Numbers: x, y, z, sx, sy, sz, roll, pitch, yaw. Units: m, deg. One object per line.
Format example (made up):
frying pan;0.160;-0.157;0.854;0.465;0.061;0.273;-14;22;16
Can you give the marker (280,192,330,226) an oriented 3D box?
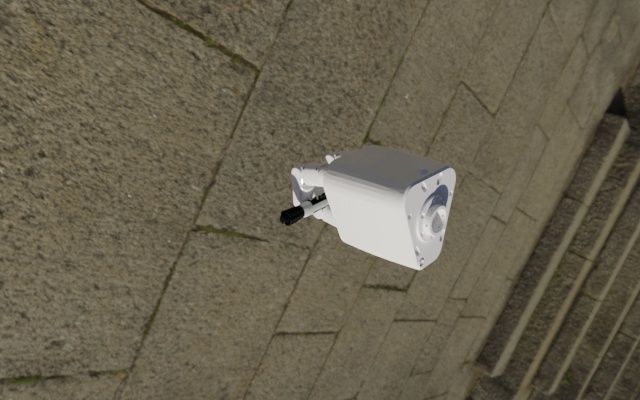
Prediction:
marker;0.000;0.002;0.576;0.121;0.020;0.020;-25;16;-37
